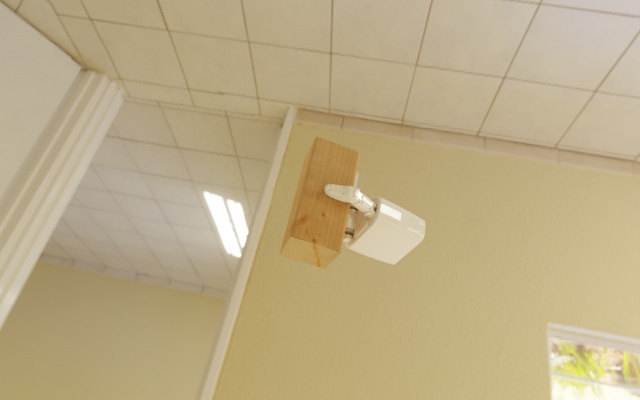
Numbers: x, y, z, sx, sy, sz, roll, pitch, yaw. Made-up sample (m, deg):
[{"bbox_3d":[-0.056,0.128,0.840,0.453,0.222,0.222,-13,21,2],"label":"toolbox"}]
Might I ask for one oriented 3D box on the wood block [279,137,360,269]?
[{"bbox_3d":[0.001,0.003,0.858,0.090,0.206,0.091,18,-30,-10],"label":"wood block"}]
